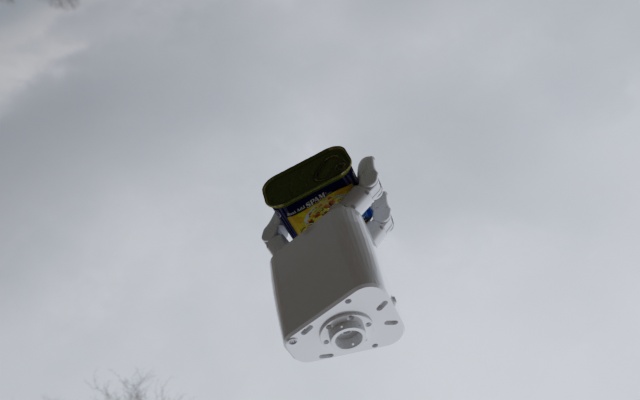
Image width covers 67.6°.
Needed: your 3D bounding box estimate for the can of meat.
[{"bbox_3d":[0.000,0.002,0.533,0.102,0.084,0.057,-28,36,2],"label":"can of meat"}]
